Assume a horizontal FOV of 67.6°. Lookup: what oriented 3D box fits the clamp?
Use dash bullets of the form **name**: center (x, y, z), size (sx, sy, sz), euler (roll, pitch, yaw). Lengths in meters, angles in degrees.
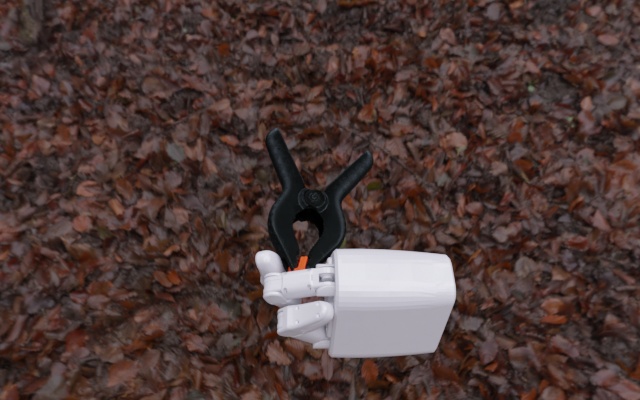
- **clamp**: center (0.000, 0.001, 0.493), size (0.120, 0.171, 0.039), euler (2, -28, -5)
